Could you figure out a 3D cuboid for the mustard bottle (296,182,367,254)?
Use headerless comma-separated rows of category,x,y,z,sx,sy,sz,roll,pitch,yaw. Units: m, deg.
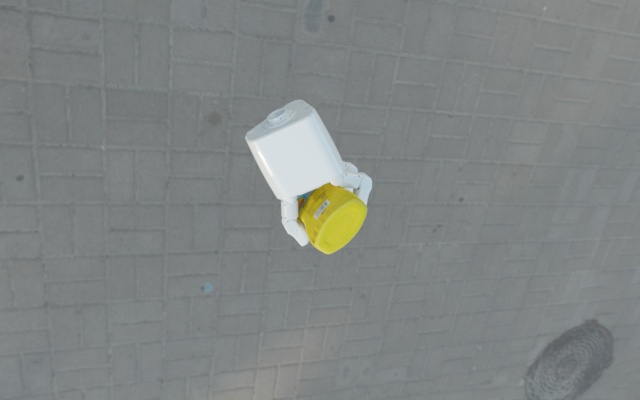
mustard bottle,0.000,0.003,0.770,0.058,0.096,0.191,34,8,-29
